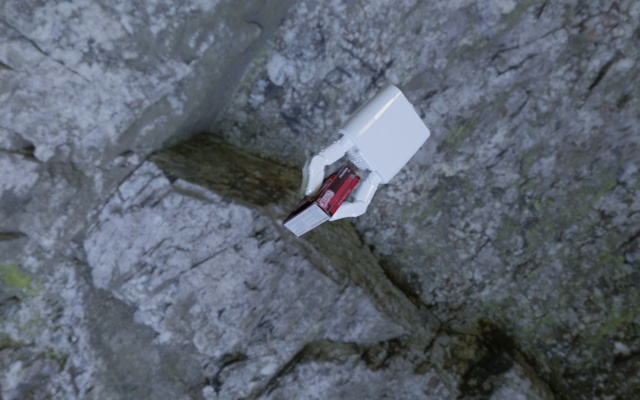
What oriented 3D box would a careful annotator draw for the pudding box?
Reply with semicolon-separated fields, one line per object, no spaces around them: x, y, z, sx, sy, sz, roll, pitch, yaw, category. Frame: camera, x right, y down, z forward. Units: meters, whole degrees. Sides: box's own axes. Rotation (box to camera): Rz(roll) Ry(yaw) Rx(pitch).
0.000;0.002;0.719;0.090;0.039;0.113;-50;7;-34;pudding box
